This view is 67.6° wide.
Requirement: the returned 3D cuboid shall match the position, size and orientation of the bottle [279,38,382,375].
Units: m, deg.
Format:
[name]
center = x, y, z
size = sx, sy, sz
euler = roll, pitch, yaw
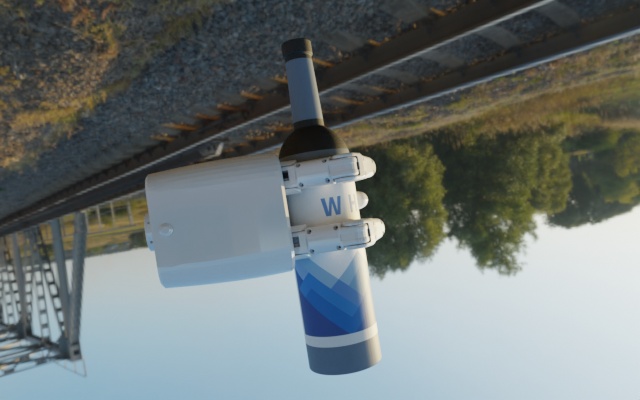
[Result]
[bottle]
center = 0.000, 0.002, 0.436
size = 0.069, 0.295, 0.069
euler = -9, -1, 0
